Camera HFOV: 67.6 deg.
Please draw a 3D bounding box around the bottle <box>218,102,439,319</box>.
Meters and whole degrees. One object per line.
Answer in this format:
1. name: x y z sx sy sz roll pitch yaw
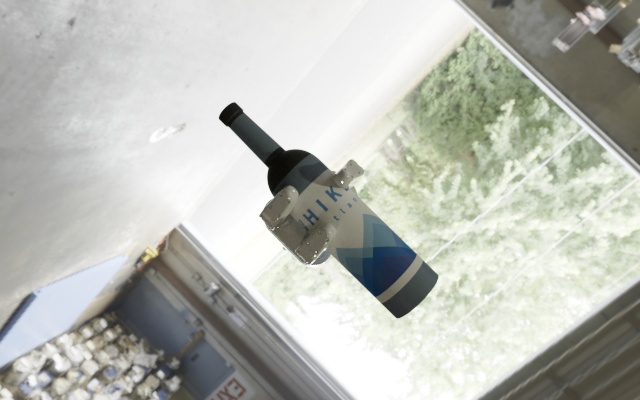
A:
1. bottle: 0.000 0.002 0.527 0.295 0.069 0.069 44 3 3
